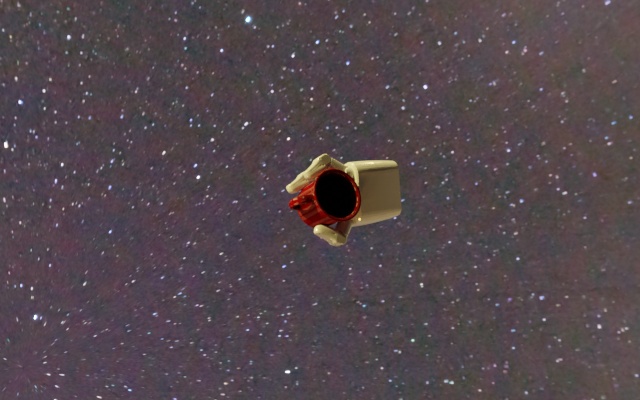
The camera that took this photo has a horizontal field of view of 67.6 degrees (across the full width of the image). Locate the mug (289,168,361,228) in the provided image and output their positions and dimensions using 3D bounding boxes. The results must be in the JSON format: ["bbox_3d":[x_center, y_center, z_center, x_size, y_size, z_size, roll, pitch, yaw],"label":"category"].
[{"bbox_3d":[-0.001,0.003,0.824,0.117,0.093,0.081,-7,-13,-33],"label":"mug"}]
